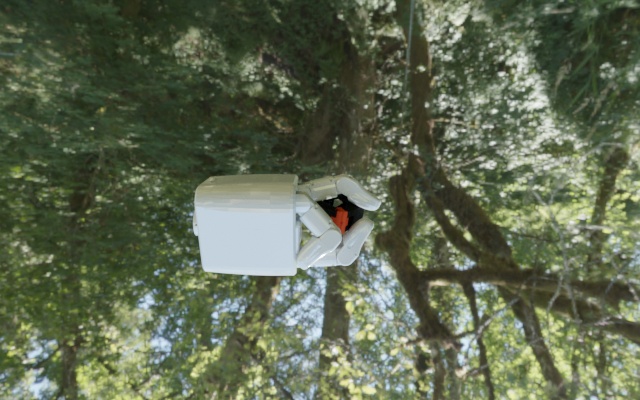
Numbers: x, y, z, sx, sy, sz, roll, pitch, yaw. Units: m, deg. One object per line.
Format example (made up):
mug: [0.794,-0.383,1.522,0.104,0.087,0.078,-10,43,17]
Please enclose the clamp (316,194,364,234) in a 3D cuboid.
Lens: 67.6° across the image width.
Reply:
clamp: [0.000,0.003,0.615,0.120,0.039,0.171,0,12,0]
